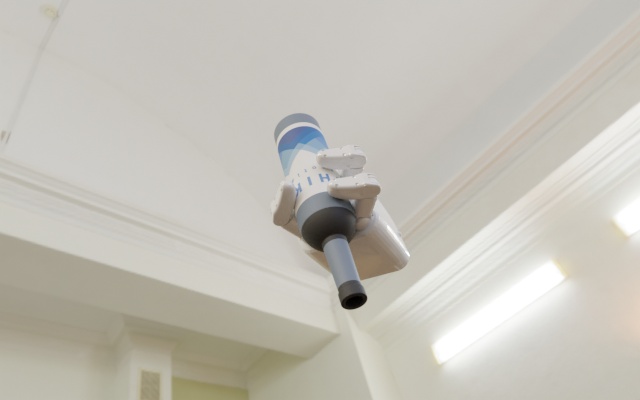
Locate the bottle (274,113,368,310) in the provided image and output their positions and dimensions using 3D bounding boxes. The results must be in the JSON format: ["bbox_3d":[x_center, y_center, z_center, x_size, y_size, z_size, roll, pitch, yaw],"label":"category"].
[{"bbox_3d":[0.000,0.002,0.573,0.069,0.069,0.295,0,42,-18],"label":"bottle"}]
